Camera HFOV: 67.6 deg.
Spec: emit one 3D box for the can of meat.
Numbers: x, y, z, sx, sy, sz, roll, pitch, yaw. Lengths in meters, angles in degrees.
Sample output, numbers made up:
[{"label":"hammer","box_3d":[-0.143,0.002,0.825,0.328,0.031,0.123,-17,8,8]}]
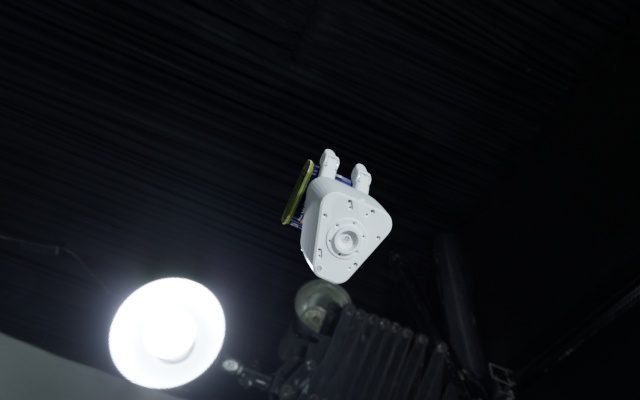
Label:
[{"label":"can of meat","box_3d":[0.000,0.003,0.716,0.084,0.102,0.057,23,3,-11]}]
